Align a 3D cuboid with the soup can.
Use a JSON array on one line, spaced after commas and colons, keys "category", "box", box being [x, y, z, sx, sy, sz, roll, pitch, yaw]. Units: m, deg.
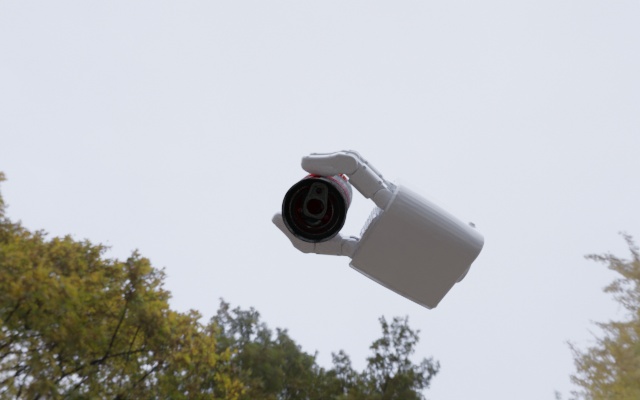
[{"category": "soup can", "box": [0.000, 0.002, 0.533, 0.068, 0.068, 0.102, 0, 10, 8]}]
